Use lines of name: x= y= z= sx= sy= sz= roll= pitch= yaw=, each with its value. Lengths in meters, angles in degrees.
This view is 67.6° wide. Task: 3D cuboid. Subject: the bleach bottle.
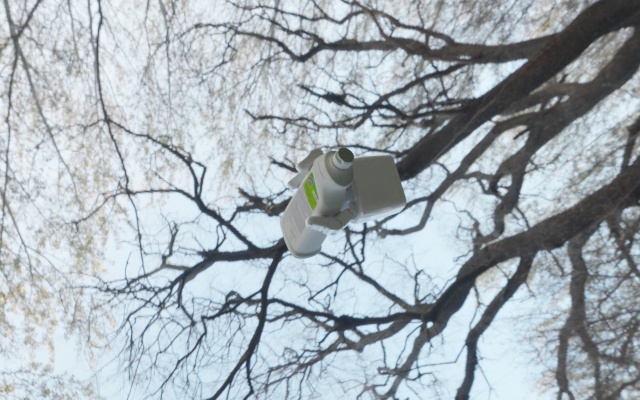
bleach bottle: x=0.000 y=0.003 z=0.832 sx=0.068 sy=0.102 sz=0.251 roll=-11 pitch=-27 yaw=-29
